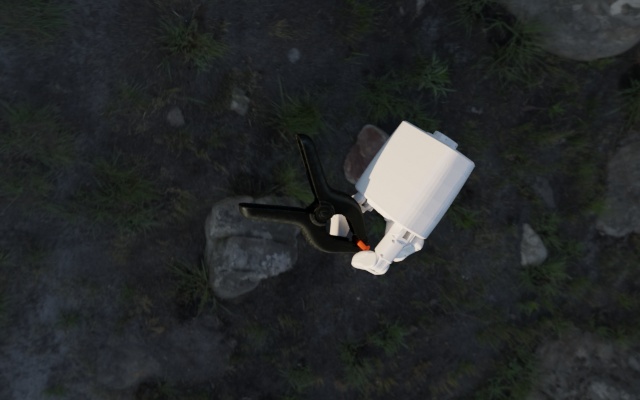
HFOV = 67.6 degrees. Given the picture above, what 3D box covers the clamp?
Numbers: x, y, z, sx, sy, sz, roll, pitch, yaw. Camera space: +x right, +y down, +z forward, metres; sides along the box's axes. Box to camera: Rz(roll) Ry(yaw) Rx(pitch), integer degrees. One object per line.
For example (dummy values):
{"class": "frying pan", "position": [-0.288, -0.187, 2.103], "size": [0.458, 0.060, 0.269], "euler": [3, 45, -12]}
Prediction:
{"class": "clamp", "position": [0.000, 0.002, 0.585], "size": [0.171, 0.120, 0.039], "euler": [30, 11, -23]}
